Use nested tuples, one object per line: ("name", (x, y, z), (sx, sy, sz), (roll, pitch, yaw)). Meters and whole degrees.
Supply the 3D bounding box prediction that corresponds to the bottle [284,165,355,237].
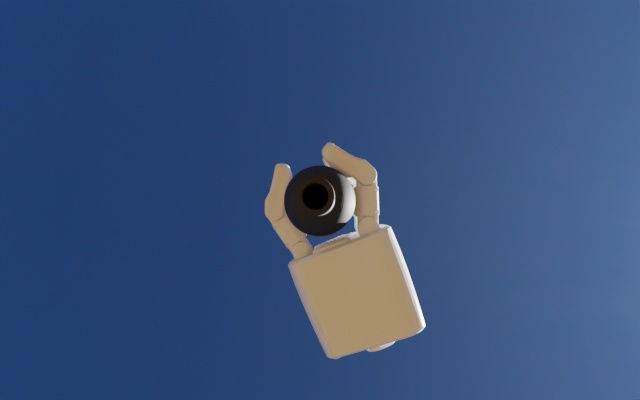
("bottle", (0.000, 0.001, 0.480), (0.069, 0.069, 0.296), (0, -2, 1))
